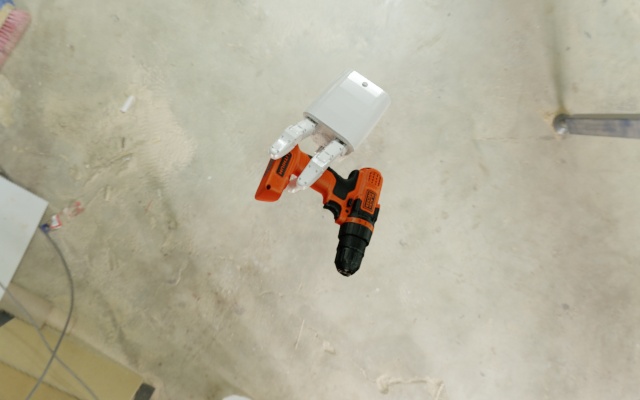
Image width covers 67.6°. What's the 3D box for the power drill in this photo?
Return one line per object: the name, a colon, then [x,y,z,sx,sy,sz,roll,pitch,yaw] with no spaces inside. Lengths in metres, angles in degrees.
power drill: [0.000,0.002,0.719,0.188,0.184,0.057,27,-31,-16]
